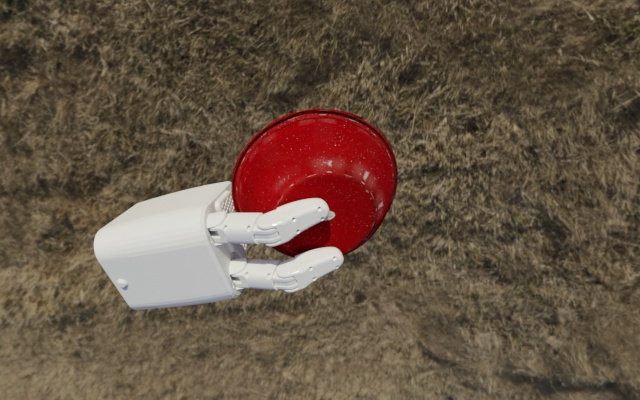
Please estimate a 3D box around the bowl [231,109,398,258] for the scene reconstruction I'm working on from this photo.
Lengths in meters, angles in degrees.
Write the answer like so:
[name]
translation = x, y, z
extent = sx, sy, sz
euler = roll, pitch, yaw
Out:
[bowl]
translation = 0.001, 0.001, 0.437
extent = 0.162, 0.162, 0.055
euler = 0, 32, -11
